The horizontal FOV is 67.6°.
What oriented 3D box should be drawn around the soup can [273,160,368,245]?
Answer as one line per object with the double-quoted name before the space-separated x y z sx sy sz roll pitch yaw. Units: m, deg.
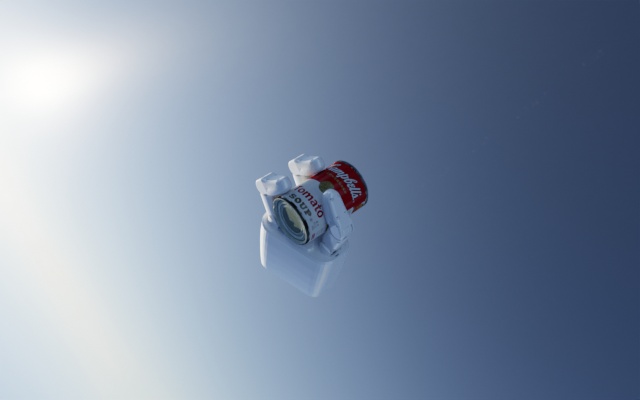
"soup can" 0.000 0.002 0.593 0.102 0.068 0.068 -32 17 -29
